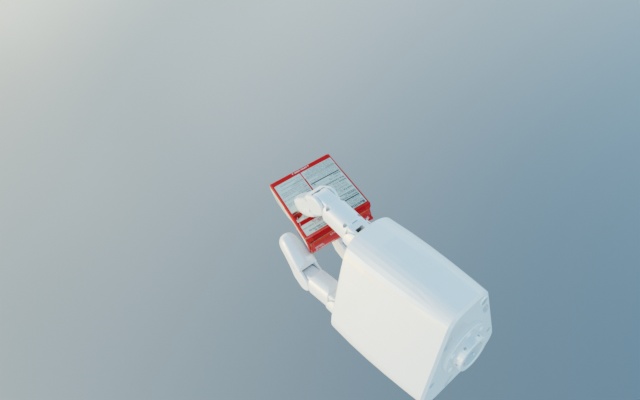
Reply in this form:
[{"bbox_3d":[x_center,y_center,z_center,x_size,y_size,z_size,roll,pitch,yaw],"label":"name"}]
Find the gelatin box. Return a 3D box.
[{"bbox_3d":[0.000,0.001,0.489,0.073,0.089,0.030,-30,-39,-9],"label":"gelatin box"}]
